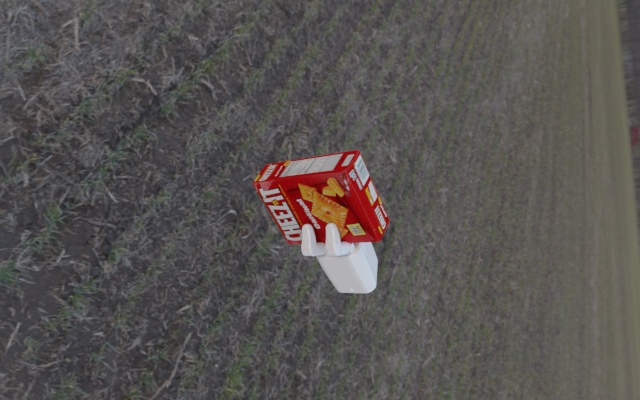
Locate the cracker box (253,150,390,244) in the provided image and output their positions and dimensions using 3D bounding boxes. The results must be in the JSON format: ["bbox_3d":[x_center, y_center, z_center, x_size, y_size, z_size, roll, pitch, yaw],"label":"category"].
[{"bbox_3d":[0.000,0.003,0.898,0.214,0.164,0.072,-6,35,34],"label":"cracker box"}]
